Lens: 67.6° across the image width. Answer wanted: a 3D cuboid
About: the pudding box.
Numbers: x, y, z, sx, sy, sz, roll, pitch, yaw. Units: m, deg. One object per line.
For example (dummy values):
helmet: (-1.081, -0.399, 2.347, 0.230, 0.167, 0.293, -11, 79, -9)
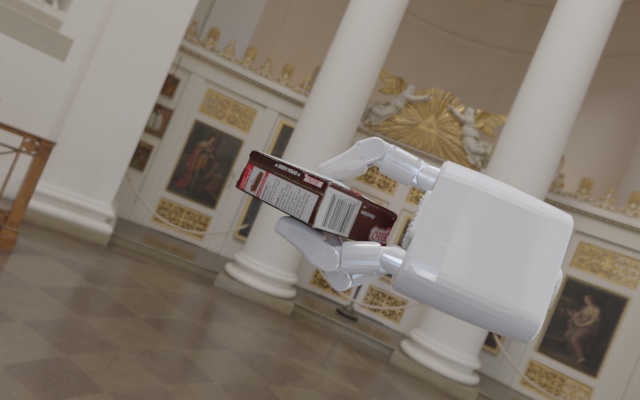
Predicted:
pudding box: (0.000, 0.001, 0.401, 0.090, 0.039, 0.113, 24, -1, 37)
